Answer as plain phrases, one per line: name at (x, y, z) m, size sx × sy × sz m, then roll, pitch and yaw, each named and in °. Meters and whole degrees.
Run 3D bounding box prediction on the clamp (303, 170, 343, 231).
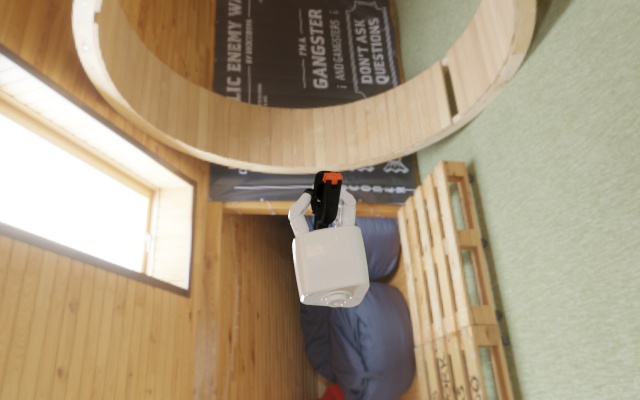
clamp at (-0.001, 0.003, 0.849) m, size 0.036 × 0.164 × 0.210 m, roll -3°, pitch -35°, yaw -13°
